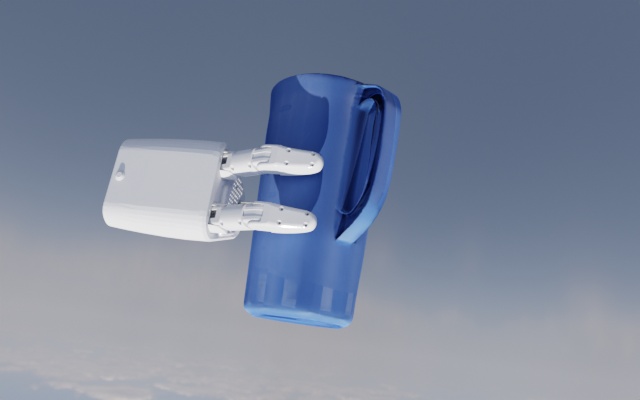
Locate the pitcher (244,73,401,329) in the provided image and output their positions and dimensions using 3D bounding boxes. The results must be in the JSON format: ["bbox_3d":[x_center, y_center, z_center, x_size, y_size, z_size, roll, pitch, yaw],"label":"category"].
[{"bbox_3d":[0.000,0.002,0.488,0.145,0.242,0.149,6,-17,9],"label":"pitcher"}]
